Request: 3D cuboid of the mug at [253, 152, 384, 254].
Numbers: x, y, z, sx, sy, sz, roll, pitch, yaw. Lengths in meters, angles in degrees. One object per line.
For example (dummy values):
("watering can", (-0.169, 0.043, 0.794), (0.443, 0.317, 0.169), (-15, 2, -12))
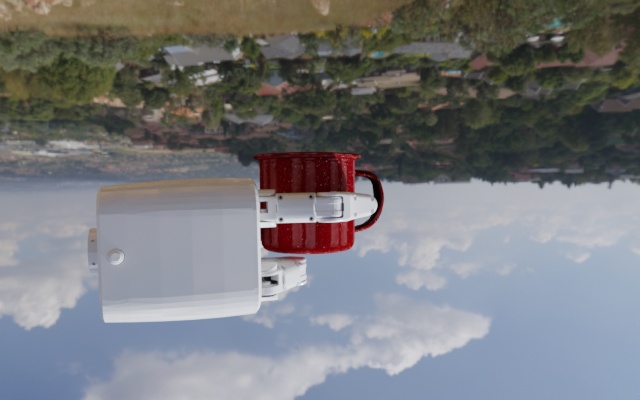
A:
("mug", (0.001, 0.002, 0.420), (0.117, 0.081, 0.093), (-1, 2, -18))
